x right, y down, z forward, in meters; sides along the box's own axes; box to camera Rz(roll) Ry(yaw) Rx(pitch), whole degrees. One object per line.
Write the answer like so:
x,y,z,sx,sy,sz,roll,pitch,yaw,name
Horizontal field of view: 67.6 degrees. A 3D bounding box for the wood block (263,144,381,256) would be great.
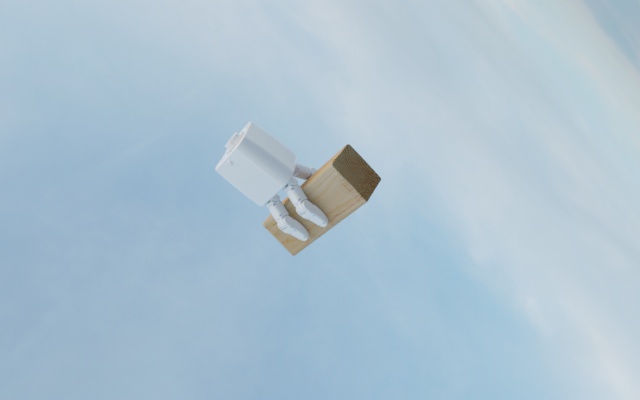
0.000,0.002,0.874,0.206,0.090,0.090,-39,9,37,wood block
